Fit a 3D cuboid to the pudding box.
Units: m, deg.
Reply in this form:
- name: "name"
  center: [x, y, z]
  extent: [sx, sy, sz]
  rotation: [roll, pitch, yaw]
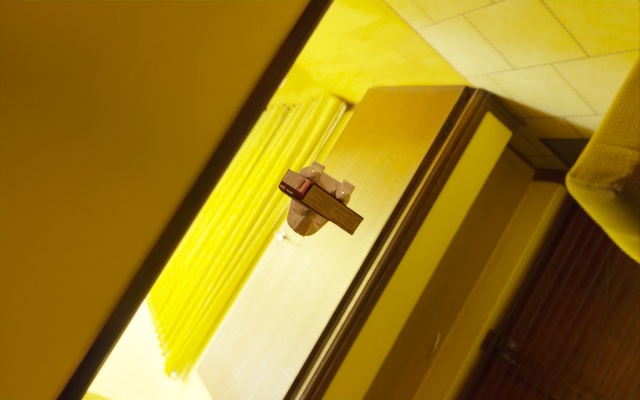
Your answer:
- name: "pudding box"
  center: [0.000, 0.003, 0.732]
  extent: [0.113, 0.039, 0.090]
  rotation: [32, -2, -32]
